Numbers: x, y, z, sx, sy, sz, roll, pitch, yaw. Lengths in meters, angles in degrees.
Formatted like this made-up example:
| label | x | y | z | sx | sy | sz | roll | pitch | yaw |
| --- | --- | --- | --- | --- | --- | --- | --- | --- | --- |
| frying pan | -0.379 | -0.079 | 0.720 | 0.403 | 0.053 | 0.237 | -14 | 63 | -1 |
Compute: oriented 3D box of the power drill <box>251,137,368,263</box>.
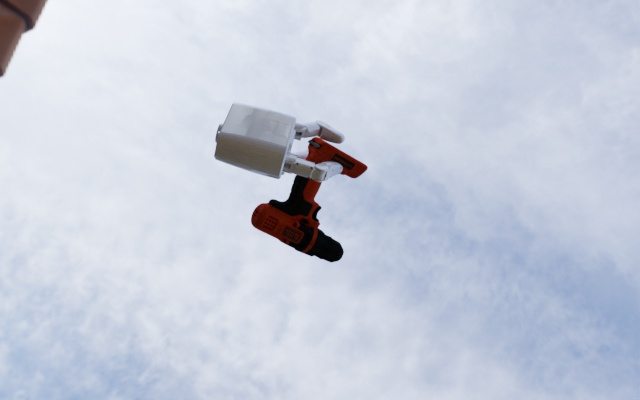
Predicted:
| label | x | y | z | sx | sy | sz | roll | pitch | yaw |
| --- | --- | --- | --- | --- | --- | --- | --- | --- | --- |
| power drill | 0.000 | 0.002 | 0.810 | 0.184 | 0.187 | 0.057 | 28 | 5 | -28 |
